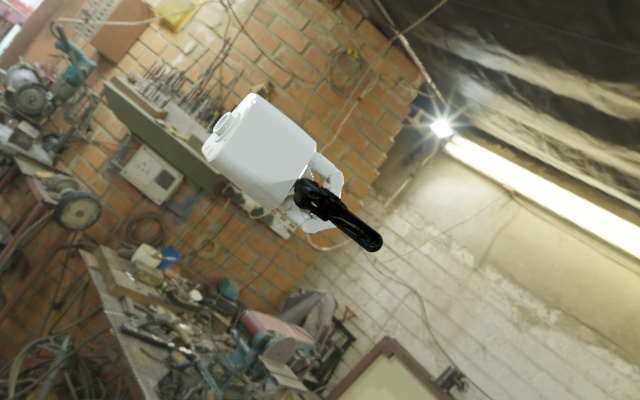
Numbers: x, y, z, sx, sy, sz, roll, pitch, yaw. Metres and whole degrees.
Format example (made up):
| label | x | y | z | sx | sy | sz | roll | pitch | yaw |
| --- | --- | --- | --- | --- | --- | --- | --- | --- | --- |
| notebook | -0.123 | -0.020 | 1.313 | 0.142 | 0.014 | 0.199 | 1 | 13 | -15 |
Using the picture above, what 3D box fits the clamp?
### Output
| label | x | y | z | sx | sy | sz | roll | pitch | yaw |
| --- | --- | --- | --- | --- | --- | --- | --- | --- | --- |
| clamp | 0.001 | 0.001 | 0.595 | 0.120 | 0.039 | 0.171 | 39 | 0 | -27 |
